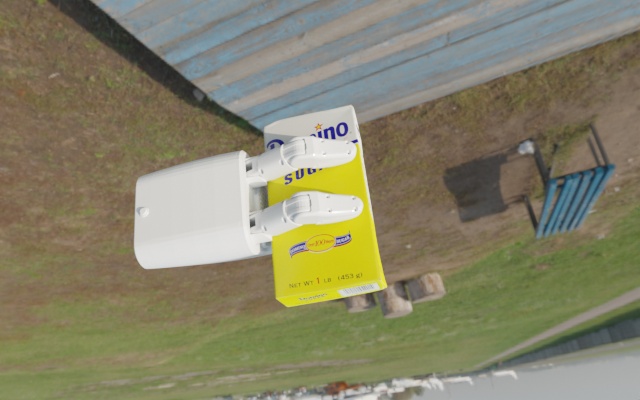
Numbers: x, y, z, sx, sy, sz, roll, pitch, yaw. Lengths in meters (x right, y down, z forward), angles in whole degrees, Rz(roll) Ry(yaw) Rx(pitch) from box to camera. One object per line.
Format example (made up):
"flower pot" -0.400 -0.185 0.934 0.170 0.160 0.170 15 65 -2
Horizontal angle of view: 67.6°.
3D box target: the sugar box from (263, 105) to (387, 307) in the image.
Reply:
"sugar box" 0.000 0.001 0.442 0.093 0.176 0.048 -11 -23 8
